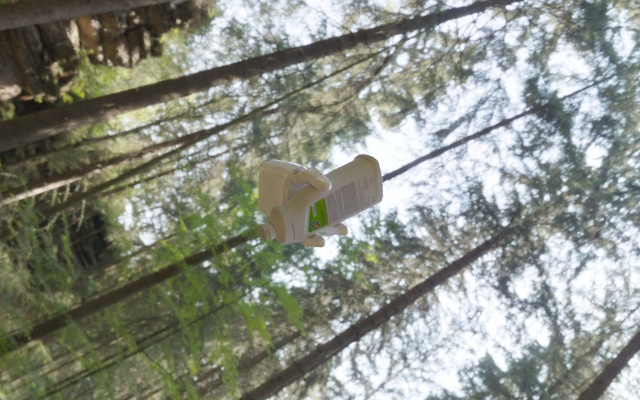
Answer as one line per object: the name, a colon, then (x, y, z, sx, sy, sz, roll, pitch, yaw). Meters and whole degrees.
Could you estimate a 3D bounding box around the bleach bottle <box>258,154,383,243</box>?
bleach bottle: (0.000, 0.003, 0.858, 0.251, 0.103, 0.068, -25, 28, -29)
